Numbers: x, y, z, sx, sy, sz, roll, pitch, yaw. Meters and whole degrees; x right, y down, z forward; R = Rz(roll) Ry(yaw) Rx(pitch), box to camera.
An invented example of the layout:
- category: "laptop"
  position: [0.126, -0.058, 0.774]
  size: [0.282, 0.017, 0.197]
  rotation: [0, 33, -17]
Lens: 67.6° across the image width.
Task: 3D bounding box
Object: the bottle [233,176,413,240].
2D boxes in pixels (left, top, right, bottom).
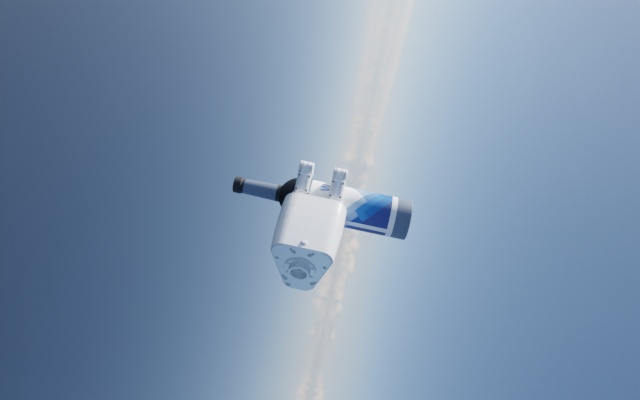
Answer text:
- category: "bottle"
  position: [0.000, 0.003, 0.792]
  size: [0.296, 0.069, 0.069]
  rotation: [12, 1, 3]
